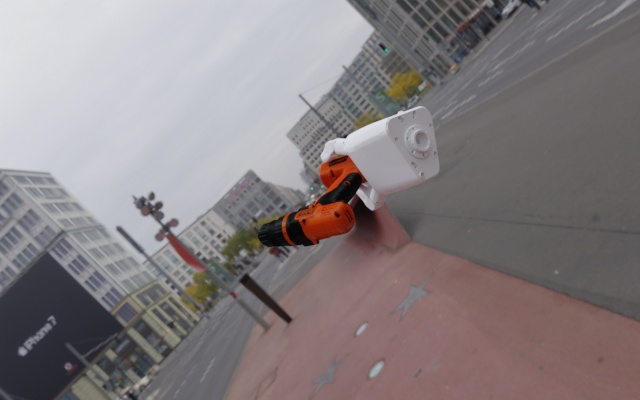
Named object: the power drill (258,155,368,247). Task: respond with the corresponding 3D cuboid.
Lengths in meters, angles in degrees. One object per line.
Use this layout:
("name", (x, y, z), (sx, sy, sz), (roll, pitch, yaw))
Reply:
("power drill", (0.000, 0.002, 0.783), (0.184, 0.057, 0.187), (-13, 30, 38))
